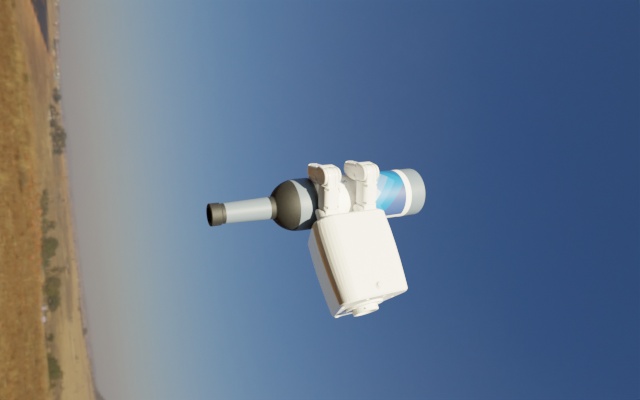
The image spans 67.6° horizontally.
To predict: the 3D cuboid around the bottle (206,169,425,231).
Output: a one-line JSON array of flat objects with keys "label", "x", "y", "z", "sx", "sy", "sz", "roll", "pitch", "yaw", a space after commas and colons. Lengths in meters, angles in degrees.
[{"label": "bottle", "x": 0.000, "y": 0.002, "z": 0.624, "sx": 0.295, "sy": 0.069, "sz": 0.069, "roll": -7, "pitch": 3, "yaw": -27}]
